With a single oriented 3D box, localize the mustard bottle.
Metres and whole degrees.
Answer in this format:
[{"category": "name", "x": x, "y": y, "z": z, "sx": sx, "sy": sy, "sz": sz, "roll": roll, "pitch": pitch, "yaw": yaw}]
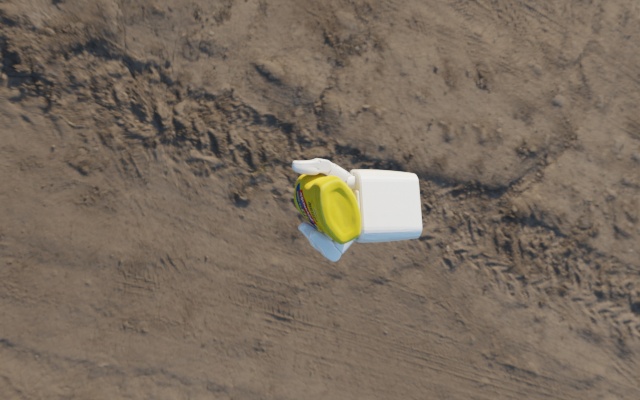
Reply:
[{"category": "mustard bottle", "x": 0.000, "y": 0.003, "z": 0.750, "sx": 0.058, "sy": 0.096, "sz": 0.191, "roll": -25, "pitch": 15, "yaw": -13}]
